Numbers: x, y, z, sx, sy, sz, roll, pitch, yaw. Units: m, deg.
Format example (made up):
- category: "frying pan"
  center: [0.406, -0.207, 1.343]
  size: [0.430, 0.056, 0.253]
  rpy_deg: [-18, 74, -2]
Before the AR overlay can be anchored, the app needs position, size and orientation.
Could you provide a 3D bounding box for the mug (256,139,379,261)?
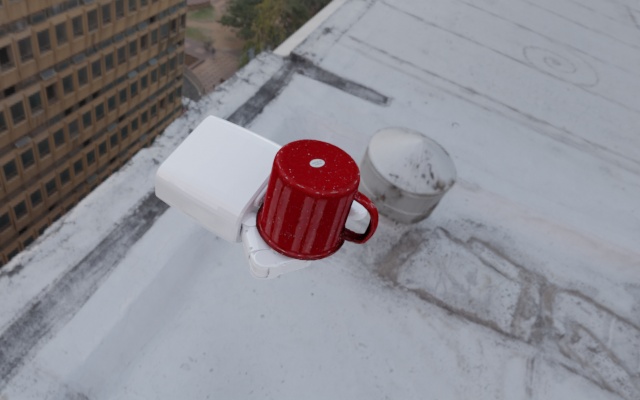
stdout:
- category: "mug"
  center: [0.001, 0.002, 0.453]
  size: [0.117, 0.082, 0.093]
  rpy_deg: [27, 42, 11]
